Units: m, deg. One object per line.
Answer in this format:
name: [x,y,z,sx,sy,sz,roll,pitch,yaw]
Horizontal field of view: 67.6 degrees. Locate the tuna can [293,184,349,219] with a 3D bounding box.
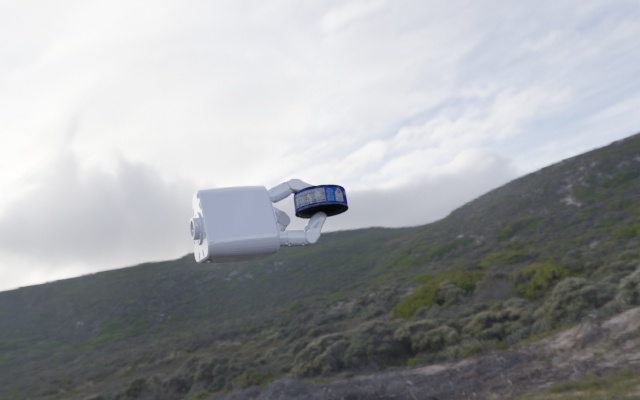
tuna can: [0.000,0.002,0.758,0.086,0.033,0.086,-7,-15,-2]
